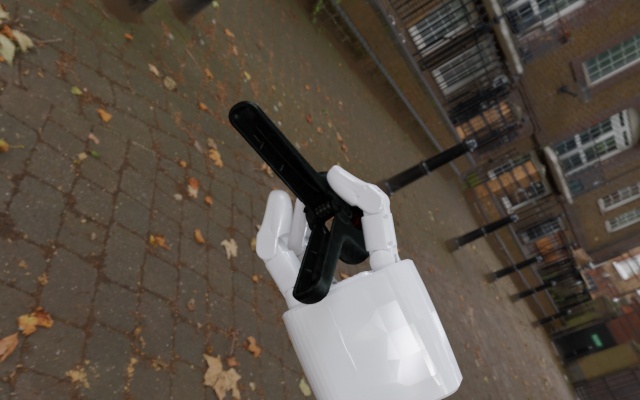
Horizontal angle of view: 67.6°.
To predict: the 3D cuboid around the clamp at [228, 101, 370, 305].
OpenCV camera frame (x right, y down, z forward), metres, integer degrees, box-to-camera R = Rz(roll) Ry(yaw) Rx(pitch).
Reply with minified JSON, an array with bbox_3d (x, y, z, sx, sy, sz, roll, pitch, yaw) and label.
[{"bbox_3d":[0.001,0.001,0.426,0.036,0.164,0.210,-28,-13,19],"label":"clamp"}]
